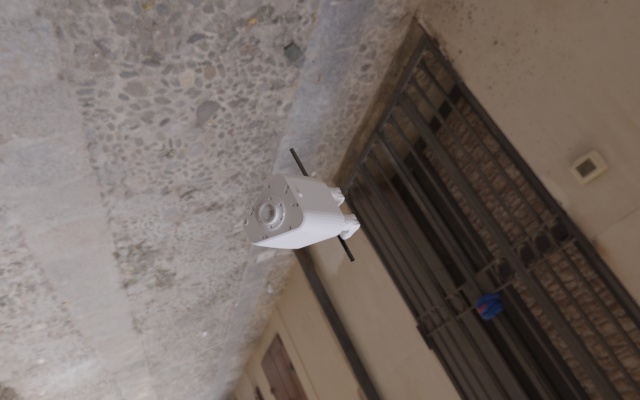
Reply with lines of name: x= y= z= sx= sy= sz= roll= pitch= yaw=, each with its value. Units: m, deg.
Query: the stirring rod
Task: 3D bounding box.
stirring rod: x=0.000 y=0.003 z=0.841 sx=0.011 sy=0.239 sz=0.011 roll=-25 pitch=-22 yaw=-11
